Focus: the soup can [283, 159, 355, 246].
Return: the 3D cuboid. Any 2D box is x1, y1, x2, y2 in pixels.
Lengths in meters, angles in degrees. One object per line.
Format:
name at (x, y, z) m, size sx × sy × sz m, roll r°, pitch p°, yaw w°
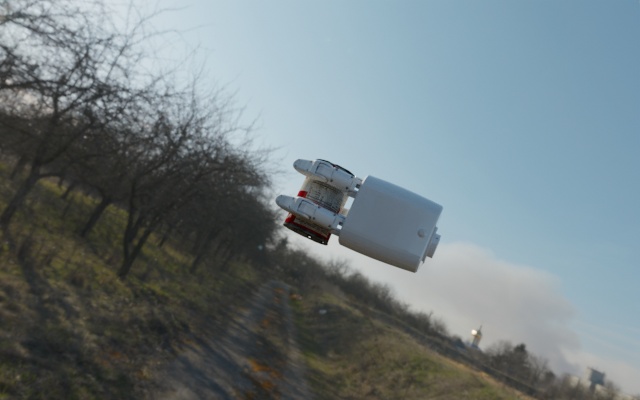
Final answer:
soup can at (0.000, 0.002, 0.661) m, size 0.068 × 0.102 × 0.068 m, roll 24°, pitch -10°, yaw 4°
